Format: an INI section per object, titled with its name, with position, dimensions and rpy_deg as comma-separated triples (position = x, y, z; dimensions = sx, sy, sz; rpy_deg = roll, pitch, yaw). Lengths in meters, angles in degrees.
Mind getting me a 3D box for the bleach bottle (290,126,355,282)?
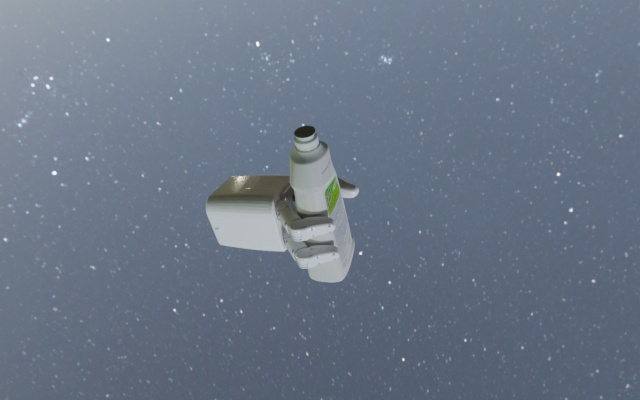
[bleach bottle]
position = 0.000, 0.002, 0.683
dimensions = 0.068, 0.251, 0.102
rpy_deg = 2, 42, 15
